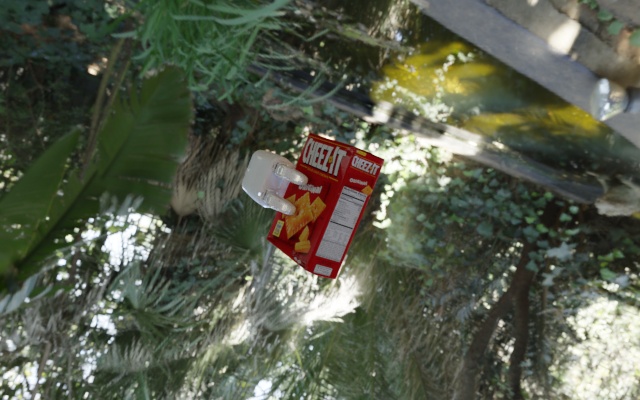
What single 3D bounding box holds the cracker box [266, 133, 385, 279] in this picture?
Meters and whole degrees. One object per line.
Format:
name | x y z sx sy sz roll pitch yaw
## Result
cracker box | 0.000 0.003 0.818 0.072 0.214 0.164 19 5 -32
